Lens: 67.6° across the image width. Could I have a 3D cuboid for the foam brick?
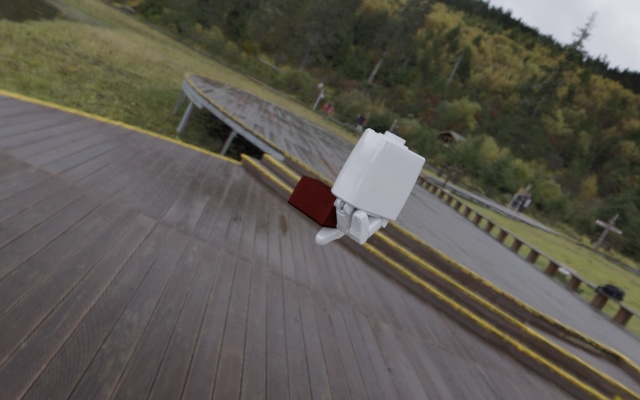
[{"bbox_3d":[0.000,0.002,0.745,0.078,0.051,0.053,33,11,30],"label":"foam brick"}]
